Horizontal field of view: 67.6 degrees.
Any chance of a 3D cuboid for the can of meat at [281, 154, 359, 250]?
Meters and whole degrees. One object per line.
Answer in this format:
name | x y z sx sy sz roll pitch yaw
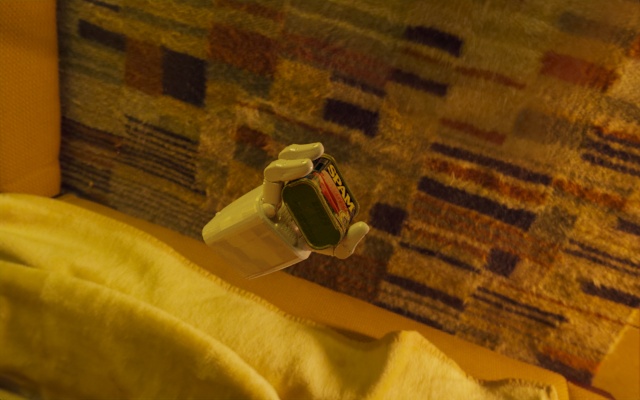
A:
can of meat | 0.000 0.002 0.618 0.057 0.102 0.084 -21 17 26
